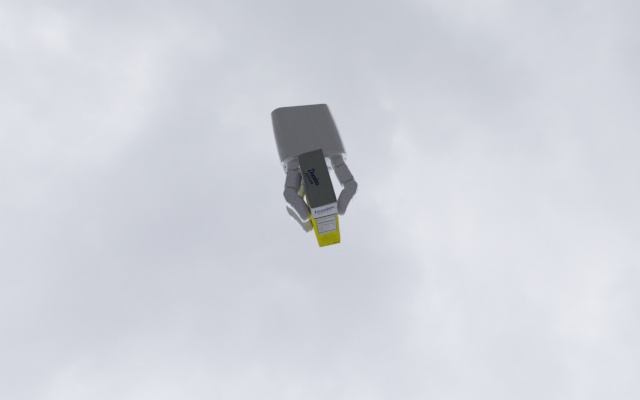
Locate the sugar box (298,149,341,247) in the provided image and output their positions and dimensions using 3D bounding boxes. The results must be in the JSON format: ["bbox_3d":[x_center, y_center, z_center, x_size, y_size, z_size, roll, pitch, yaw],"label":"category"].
[{"bbox_3d":[0.000,0.003,0.764,0.048,0.093,0.176,-15,-25,0],"label":"sugar box"}]
